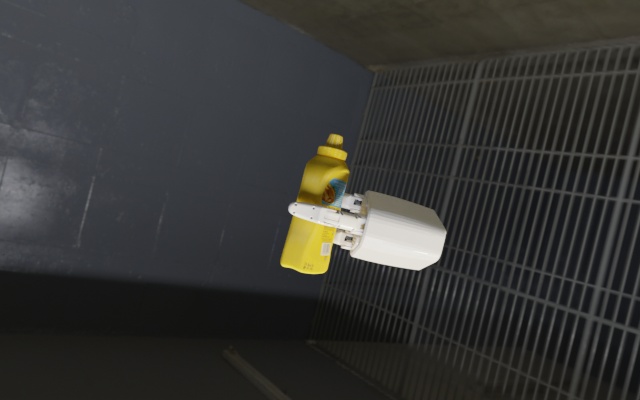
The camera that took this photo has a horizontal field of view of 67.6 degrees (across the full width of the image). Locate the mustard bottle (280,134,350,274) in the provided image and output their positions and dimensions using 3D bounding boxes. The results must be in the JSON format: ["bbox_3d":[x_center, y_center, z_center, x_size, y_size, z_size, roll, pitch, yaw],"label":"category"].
[{"bbox_3d":[0.000,0.002,0.662,0.058,0.191,0.096,14,0,24],"label":"mustard bottle"}]
